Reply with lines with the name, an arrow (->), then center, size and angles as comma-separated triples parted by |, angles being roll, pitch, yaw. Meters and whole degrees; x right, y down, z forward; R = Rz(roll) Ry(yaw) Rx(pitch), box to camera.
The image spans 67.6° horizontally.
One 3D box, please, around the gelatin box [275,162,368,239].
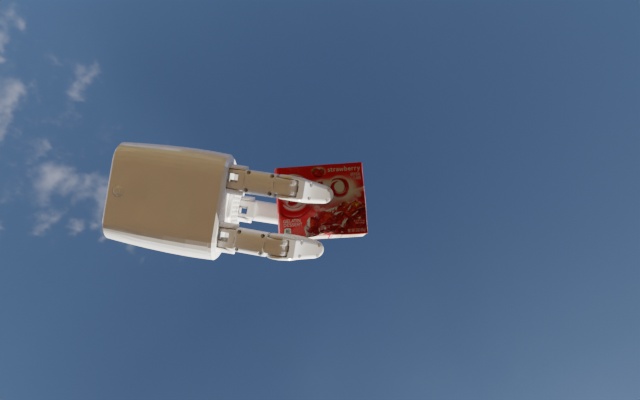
gelatin box -> 0.000, 0.002, 0.483 | 0.089, 0.073, 0.030 | -3, -9, -5
